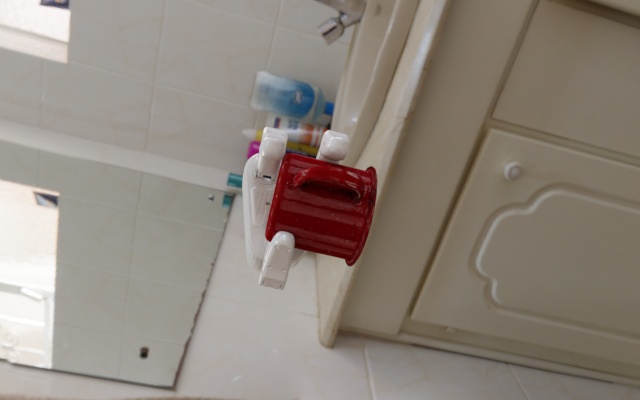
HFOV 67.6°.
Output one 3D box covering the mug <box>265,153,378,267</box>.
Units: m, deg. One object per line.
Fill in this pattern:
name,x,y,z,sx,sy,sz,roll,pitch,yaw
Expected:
mug,0.000,0.001,0.416,0.081,0.093,0.117,13,-21,-7
